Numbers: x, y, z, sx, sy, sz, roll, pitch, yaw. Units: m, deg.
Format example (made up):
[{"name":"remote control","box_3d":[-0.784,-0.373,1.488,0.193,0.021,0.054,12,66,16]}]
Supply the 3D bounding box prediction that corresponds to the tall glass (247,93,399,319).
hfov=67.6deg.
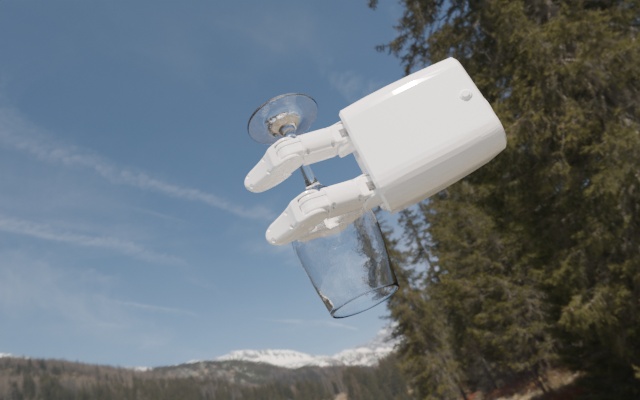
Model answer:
[{"name":"tall glass","box_3d":[0.000,0.001,0.434,0.079,0.201,0.079,-20,-25,-10]}]
